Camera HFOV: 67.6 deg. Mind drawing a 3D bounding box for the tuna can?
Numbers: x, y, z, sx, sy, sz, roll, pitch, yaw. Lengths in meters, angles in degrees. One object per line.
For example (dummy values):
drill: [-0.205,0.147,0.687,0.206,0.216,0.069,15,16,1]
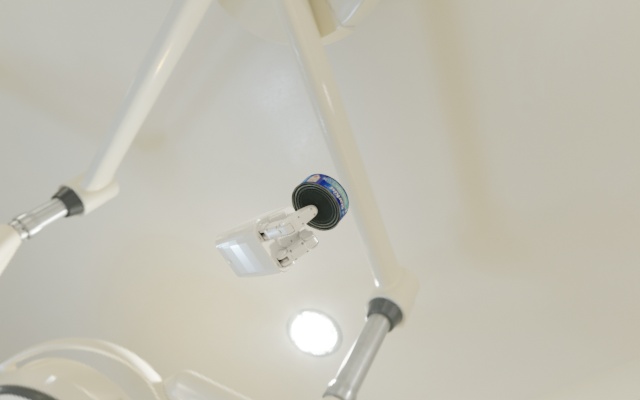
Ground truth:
tuna can: [0.000,0.002,0.737,0.086,0.086,0.033,0,31,35]
